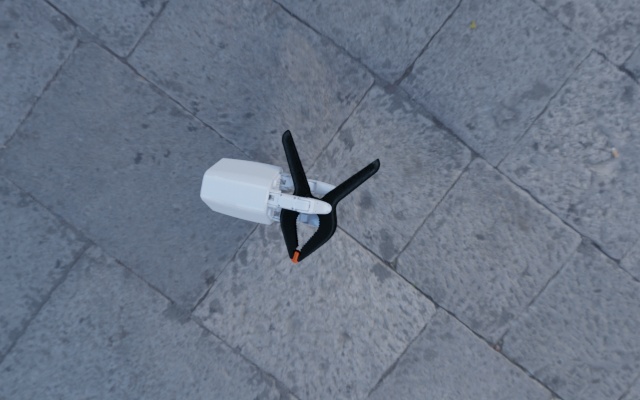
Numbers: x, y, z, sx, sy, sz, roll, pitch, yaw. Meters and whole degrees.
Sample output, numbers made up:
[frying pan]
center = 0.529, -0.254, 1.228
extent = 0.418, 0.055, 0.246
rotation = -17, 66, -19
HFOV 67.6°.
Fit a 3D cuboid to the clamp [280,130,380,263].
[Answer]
[clamp]
center = 0.000, 0.003, 0.773
extent = 0.164, 0.210, 0.036
rotation = 12, 4, 6
